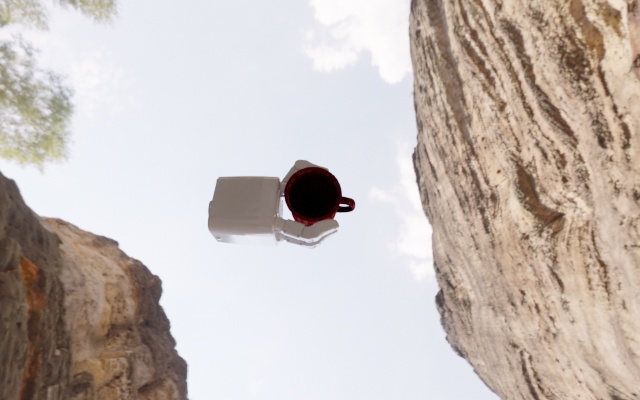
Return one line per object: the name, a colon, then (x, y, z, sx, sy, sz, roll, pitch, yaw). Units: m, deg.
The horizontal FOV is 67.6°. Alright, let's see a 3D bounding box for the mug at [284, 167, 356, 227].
mug: (0.002, 0.003, 0.796, 0.117, 0.093, 0.081, 4, -18, 1)
